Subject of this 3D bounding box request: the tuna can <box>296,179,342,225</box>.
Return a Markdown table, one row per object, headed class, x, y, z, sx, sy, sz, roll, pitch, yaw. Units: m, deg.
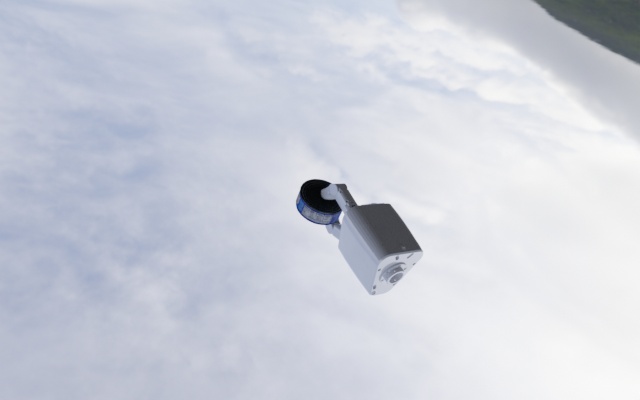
| class | x | y | z | sx | sy | sz | roll | pitch | yaw |
| --- | --- | --- | --- | --- | --- | --- | --- | --- | --- |
| tuna can | 0.000 | 0.003 | 0.848 | 0.086 | 0.086 | 0.034 | 0 | -44 | -25 |
